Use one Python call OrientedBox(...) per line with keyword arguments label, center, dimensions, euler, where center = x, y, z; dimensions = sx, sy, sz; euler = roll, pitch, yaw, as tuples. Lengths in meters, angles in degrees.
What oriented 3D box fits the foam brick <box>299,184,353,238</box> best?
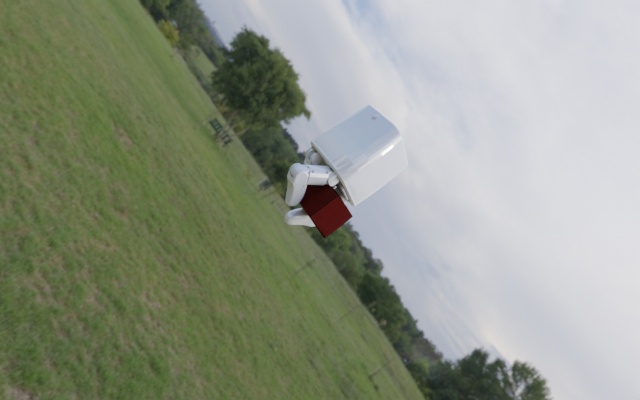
OrientedBox(label="foam brick", center=(0.000, 0.002, 0.677), dimensions=(0.051, 0.053, 0.078), euler=(-35, 44, -2))
